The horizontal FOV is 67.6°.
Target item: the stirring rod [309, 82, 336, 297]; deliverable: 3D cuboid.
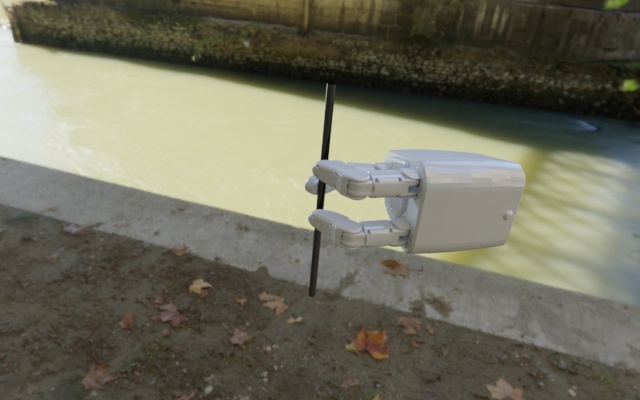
[{"bbox_3d":[0.000,0.002,0.479,0.011,0.240,0.011,4,29,-2],"label":"stirring rod"}]
